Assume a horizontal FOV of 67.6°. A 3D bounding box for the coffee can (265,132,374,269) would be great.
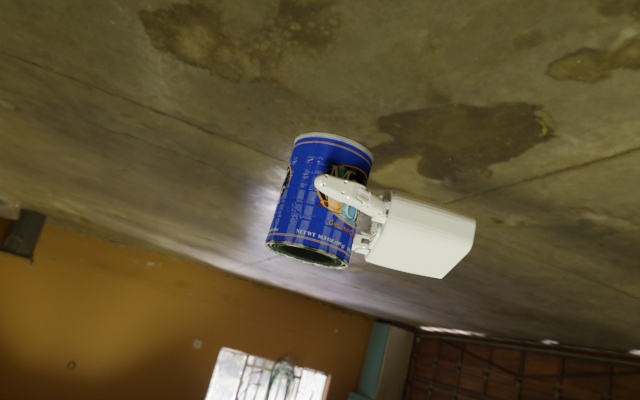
[{"bbox_3d":[0.000,0.002,0.583,0.103,0.140,0.103,14,-17,4],"label":"coffee can"}]
